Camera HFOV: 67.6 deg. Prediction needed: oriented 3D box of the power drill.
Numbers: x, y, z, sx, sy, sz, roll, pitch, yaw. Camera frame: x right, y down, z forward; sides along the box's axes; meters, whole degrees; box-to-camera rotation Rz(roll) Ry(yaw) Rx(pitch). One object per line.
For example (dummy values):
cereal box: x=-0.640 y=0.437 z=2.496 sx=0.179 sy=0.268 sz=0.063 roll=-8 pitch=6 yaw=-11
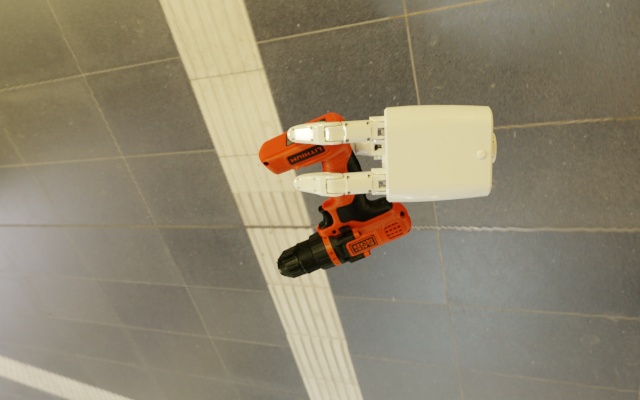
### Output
power drill: x=0.000 y=0.001 z=0.584 sx=0.184 sy=0.188 sz=0.057 roll=-24 pitch=31 yaw=7
